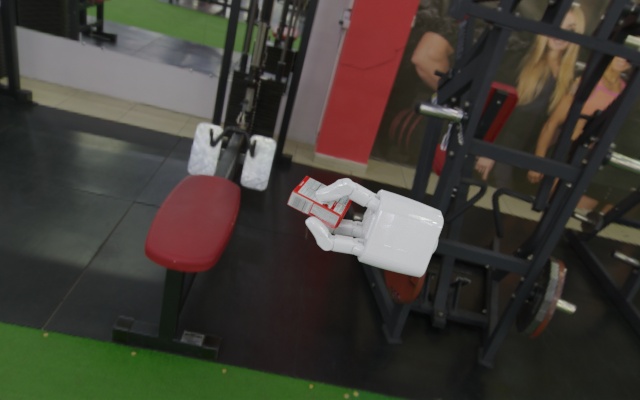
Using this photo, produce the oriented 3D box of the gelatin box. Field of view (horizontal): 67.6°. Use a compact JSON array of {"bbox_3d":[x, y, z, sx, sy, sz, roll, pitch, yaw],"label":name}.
[{"bbox_3d":[0.000,0.002,0.770,0.089,0.030,0.073,27,28,4],"label":"gelatin box"}]
